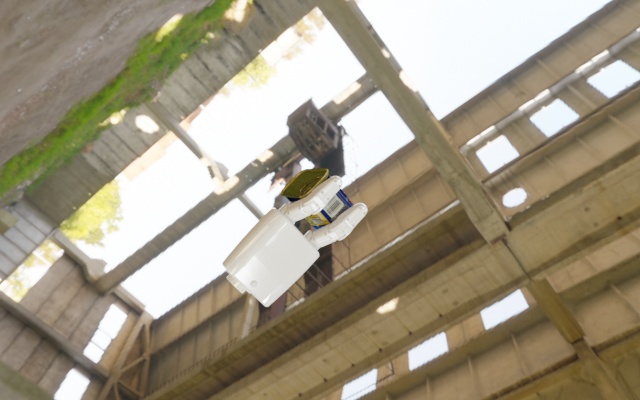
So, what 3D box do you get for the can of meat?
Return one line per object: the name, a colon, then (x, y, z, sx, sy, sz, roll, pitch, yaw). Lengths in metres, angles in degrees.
can of meat: (0.000, 0.002, 0.703, 0.057, 0.084, 0.102, -47, 21, -16)
